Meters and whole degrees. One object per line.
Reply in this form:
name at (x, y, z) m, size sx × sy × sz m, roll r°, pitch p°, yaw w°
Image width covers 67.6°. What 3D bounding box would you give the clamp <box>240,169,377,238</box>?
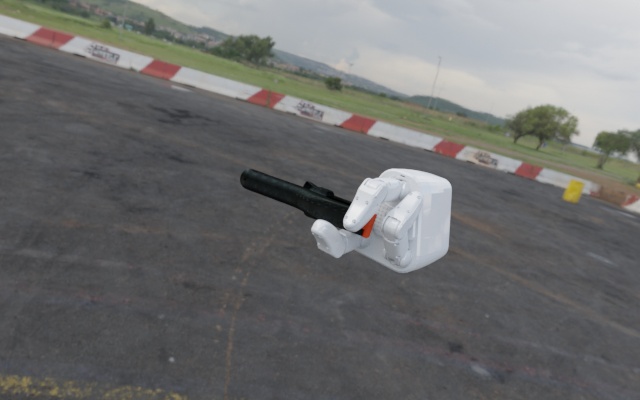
clamp at (0.000, 0.001, 0.565) m, size 0.171 × 0.039 × 0.120 m, roll 25°, pitch 16°, yaw 32°
